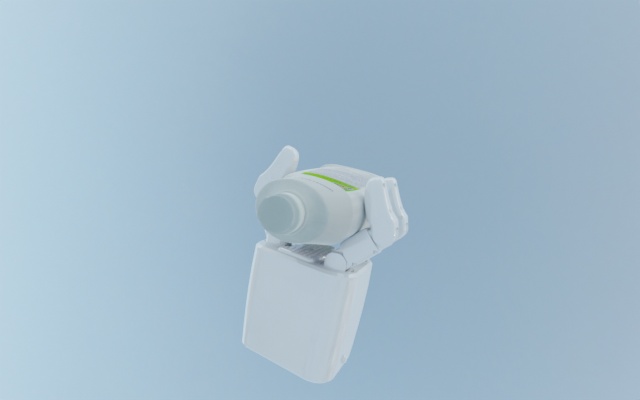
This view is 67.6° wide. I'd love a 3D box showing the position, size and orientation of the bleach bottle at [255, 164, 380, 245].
[{"bbox_3d":[0.000,0.001,0.460,0.102,0.068,0.251,14,7,17],"label":"bleach bottle"}]
